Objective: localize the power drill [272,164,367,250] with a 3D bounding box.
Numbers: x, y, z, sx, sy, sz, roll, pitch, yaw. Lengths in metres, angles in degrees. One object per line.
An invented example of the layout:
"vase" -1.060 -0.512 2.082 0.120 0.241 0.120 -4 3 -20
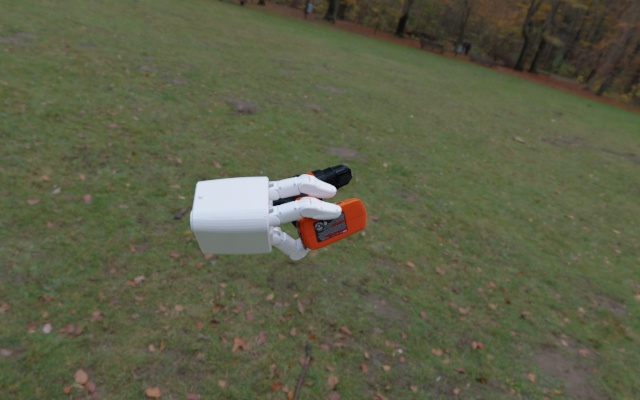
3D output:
"power drill" 0.000 0.003 0.783 0.184 0.057 0.187 -23 25 -15
